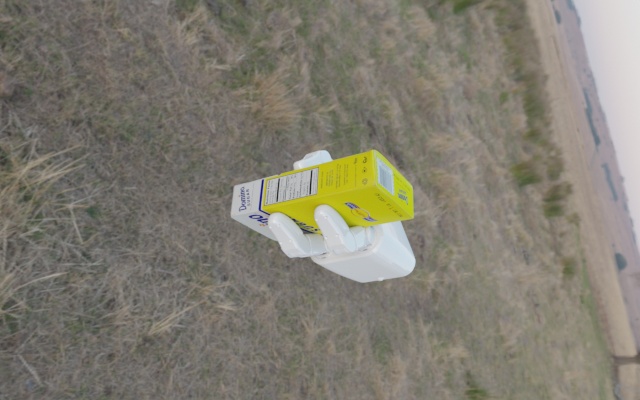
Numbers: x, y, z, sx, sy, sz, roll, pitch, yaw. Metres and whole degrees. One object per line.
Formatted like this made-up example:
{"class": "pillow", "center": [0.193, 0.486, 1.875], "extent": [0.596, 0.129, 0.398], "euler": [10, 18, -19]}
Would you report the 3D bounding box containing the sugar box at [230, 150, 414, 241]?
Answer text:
{"class": "sugar box", "center": [0.000, 0.002, 0.512], "extent": [0.176, 0.048, 0.093], "euler": [-15, -31, 29]}
